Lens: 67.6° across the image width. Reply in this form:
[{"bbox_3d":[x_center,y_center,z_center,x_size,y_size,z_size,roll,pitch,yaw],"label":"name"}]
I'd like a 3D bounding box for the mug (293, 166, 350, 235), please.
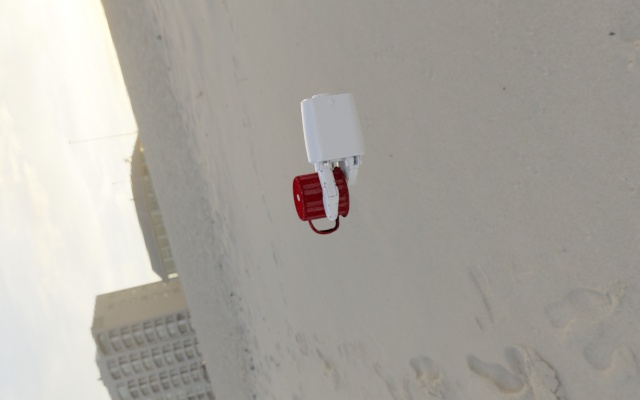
[{"bbox_3d":[0.000,0.004,0.848,0.081,0.117,0.093,-10,3,-14],"label":"mug"}]
